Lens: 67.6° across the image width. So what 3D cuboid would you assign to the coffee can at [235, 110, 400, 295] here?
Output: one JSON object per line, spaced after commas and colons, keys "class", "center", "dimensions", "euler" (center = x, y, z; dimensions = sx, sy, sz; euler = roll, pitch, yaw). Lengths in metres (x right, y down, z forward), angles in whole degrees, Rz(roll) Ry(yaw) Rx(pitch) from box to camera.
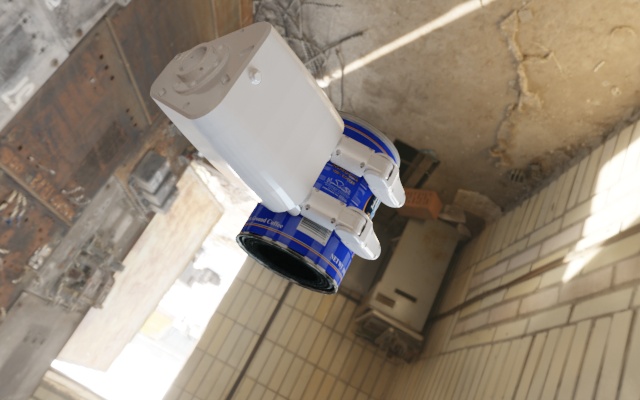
{"class": "coffee can", "center": [0.000, 0.001, 0.448], "dimensions": [0.103, 0.140, 0.103], "euler": [25, -22, 11]}
